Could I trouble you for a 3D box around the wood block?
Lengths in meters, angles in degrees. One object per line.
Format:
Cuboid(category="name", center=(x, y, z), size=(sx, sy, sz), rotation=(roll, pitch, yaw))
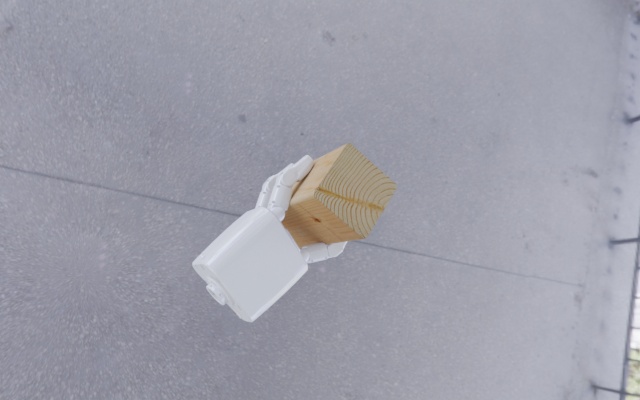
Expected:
Cuboid(category="wood block", center=(0.000, 0.003, 0.677), size=(0.091, 0.090, 0.206), rotation=(40, -23, -16))
